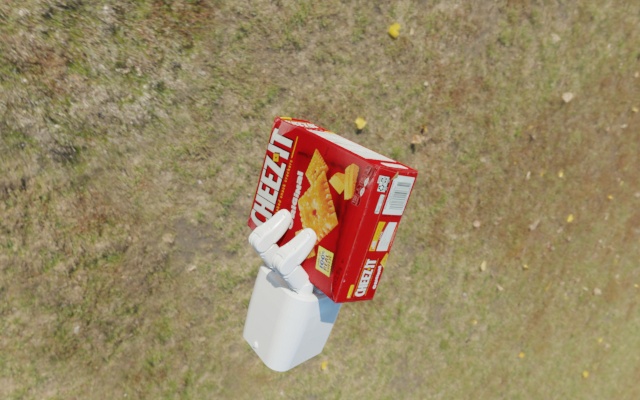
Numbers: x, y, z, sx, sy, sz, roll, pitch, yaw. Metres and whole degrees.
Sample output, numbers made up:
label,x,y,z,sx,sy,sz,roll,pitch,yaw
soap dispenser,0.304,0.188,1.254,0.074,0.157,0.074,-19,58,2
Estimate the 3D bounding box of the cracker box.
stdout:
label,x,y,z,sx,sy,sz,roll,pitch,yaw
cracker box,0.000,0.002,0.597,0.072,0.164,0.213,4,19,-40
